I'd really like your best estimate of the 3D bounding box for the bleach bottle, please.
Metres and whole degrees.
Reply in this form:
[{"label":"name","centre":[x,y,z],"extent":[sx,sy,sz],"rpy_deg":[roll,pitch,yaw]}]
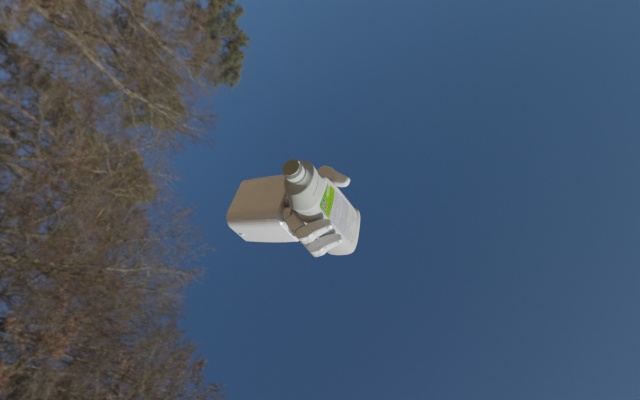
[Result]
[{"label":"bleach bottle","centre":[0.000,0.003,0.809],"extent":[0.068,0.102,0.251],"rpy_deg":[-4,-30,21]}]
